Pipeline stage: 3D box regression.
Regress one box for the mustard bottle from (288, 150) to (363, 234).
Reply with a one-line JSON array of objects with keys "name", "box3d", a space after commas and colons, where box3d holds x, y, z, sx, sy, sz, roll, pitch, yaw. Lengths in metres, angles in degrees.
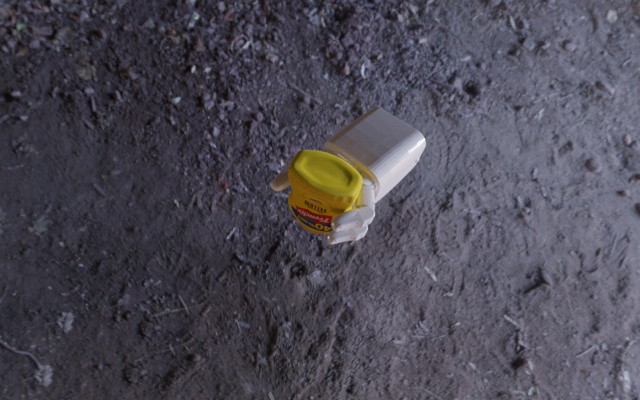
[{"name": "mustard bottle", "box3d": [0.000, 0.002, 0.693, 0.096, 0.058, 0.192, 22, -24, 5]}]
